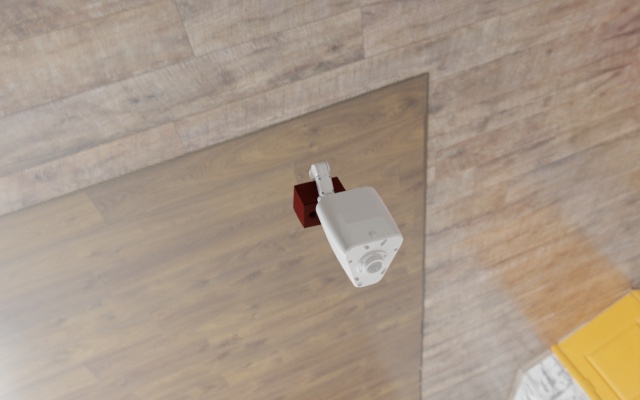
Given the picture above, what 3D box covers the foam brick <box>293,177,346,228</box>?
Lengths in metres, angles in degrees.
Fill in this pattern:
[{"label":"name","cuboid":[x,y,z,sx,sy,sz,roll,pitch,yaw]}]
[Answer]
[{"label":"foam brick","cuboid":[0.000,0.003,0.770,0.078,0.053,0.051,-13,45,-15]}]
